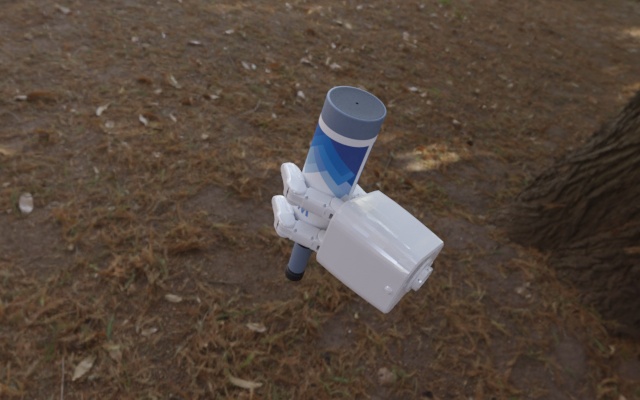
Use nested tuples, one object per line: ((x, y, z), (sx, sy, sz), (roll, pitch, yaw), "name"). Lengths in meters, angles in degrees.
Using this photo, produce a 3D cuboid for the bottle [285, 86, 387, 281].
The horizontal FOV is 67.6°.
((0.000, 0.002, 0.601), (0.069, 0.296, 0.069), (12, 41, -10), "bottle")
